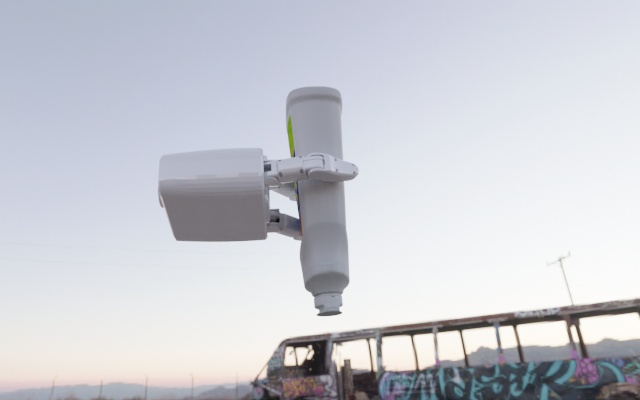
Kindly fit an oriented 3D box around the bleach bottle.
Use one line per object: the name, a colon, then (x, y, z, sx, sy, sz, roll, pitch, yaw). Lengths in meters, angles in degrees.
bleach bottle: (0.000, 0.002, 0.545, 0.068, 0.250, 0.103, -3, -23, -5)
